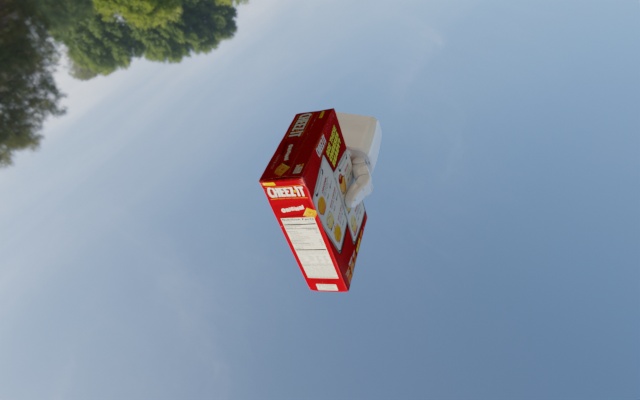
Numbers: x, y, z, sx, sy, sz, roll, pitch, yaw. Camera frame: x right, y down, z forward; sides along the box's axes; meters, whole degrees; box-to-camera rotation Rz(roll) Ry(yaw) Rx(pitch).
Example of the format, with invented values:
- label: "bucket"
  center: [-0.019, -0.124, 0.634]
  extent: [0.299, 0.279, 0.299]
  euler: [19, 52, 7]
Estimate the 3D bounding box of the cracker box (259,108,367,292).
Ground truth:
- label: "cracker box"
  center: [0.000, 0.002, 0.695]
  extent: [0.072, 0.214, 0.164]
  euler: [-4, 39, 22]
